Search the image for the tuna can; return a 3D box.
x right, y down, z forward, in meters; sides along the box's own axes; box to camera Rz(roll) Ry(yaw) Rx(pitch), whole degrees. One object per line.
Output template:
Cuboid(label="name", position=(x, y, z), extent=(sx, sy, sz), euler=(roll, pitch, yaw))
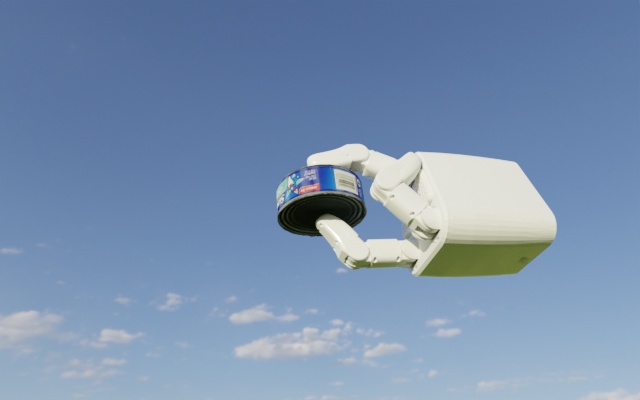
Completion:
Cuboid(label="tuna can", position=(0.000, 0.001, 0.463), extent=(0.086, 0.033, 0.086), euler=(-5, -30, -3))
